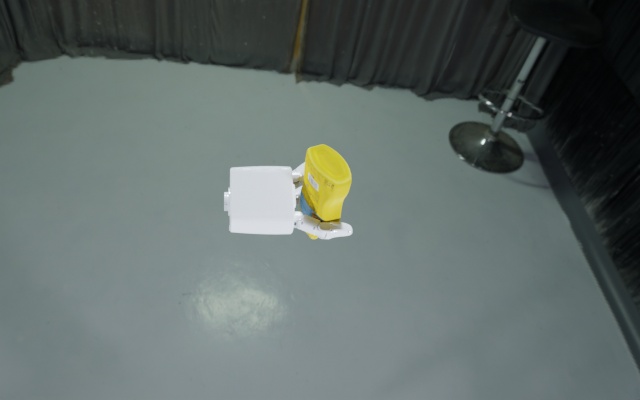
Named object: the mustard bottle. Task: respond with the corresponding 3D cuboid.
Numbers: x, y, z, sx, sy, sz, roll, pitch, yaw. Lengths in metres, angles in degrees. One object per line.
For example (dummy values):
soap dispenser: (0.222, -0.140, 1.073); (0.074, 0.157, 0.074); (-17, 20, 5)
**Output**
mustard bottle: (0.000, 0.002, 0.833); (0.058, 0.192, 0.096); (-20, 54, -27)
